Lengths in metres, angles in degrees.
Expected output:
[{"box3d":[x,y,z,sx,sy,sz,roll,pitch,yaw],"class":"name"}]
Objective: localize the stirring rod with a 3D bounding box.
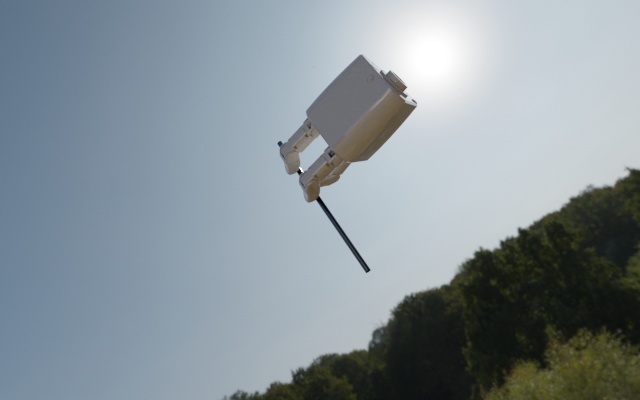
[{"box3d":[0.000,0.002,0.667,0.011,0.239,0.011,-27,-27,-15],"class":"stirring rod"}]
